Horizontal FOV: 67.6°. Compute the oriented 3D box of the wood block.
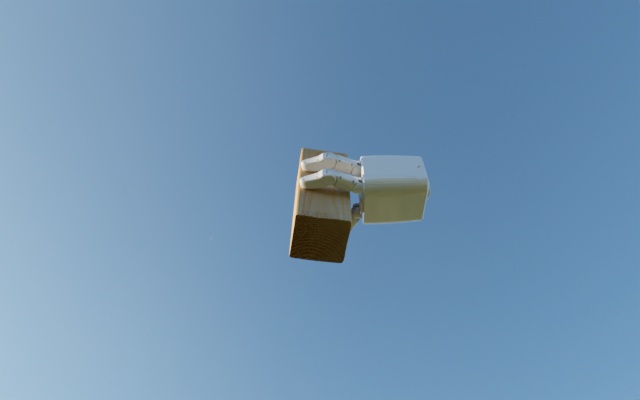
[{"bbox_3d":[0.000,0.003,0.828,0.090,0.091,0.206,7,35,-4],"label":"wood block"}]
